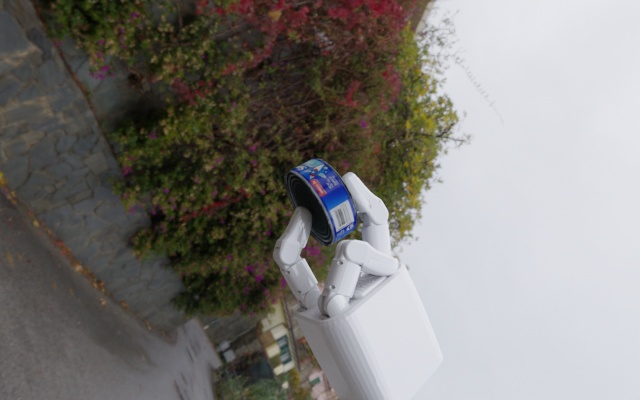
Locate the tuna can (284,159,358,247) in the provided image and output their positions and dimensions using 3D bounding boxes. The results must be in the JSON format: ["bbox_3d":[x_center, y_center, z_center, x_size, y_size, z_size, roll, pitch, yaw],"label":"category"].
[{"bbox_3d":[0.001,0.001,0.481,0.033,0.086,0.086,-30,11,-19],"label":"tuna can"}]
